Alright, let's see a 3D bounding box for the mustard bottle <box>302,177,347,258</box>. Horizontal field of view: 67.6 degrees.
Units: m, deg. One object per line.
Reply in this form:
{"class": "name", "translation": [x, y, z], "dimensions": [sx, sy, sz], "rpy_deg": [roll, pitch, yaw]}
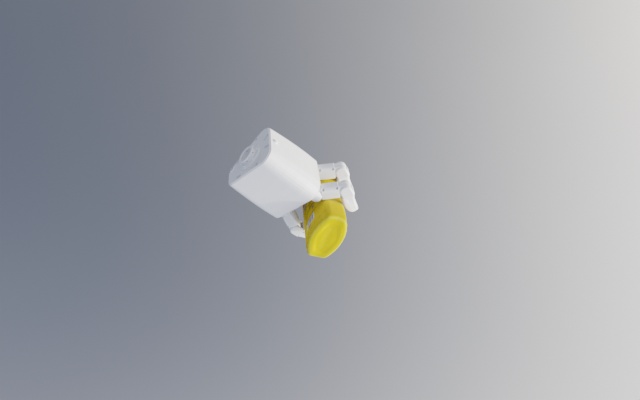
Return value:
{"class": "mustard bottle", "translation": [0.000, 0.003, 0.843], "dimensions": [0.058, 0.096, 0.191], "rpy_deg": [13, 36, -17]}
